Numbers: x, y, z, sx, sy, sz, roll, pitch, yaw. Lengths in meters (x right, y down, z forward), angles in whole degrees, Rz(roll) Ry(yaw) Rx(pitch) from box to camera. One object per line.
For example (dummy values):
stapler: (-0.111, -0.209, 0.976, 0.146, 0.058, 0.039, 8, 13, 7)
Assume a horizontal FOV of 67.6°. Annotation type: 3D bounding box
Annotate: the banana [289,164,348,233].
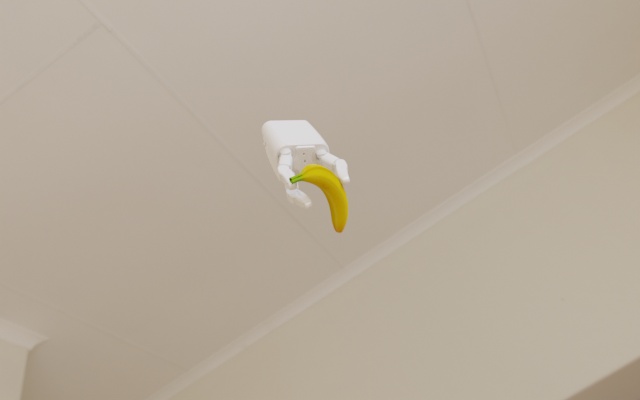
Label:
banana: (0.013, -0.011, 0.887, 0.198, 0.069, 0.037, 48, 3, -45)
